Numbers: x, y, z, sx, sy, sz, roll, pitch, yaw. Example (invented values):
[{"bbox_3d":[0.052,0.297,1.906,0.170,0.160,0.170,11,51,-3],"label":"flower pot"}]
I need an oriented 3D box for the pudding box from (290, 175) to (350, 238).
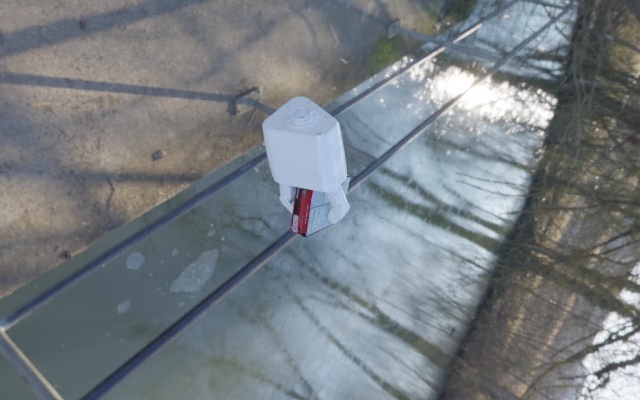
[{"bbox_3d":[0.000,0.003,0.803,0.039,0.090,0.113,25,27,31],"label":"pudding box"}]
